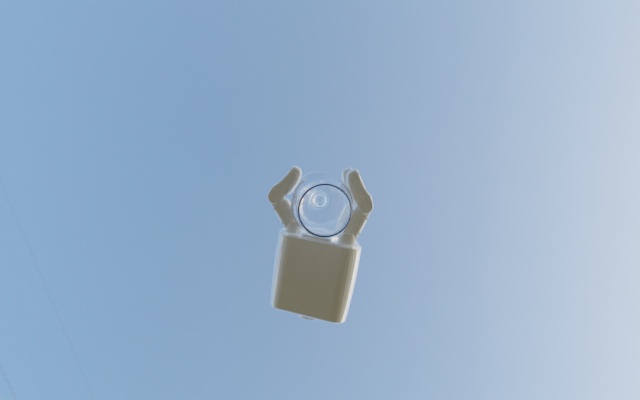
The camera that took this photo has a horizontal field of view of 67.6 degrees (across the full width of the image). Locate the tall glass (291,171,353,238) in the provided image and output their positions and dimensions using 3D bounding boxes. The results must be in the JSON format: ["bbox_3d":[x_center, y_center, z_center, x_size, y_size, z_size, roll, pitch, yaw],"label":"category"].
[{"bbox_3d":[0.000,0.002,0.638,0.079,0.079,0.201,0,5,-3],"label":"tall glass"}]
